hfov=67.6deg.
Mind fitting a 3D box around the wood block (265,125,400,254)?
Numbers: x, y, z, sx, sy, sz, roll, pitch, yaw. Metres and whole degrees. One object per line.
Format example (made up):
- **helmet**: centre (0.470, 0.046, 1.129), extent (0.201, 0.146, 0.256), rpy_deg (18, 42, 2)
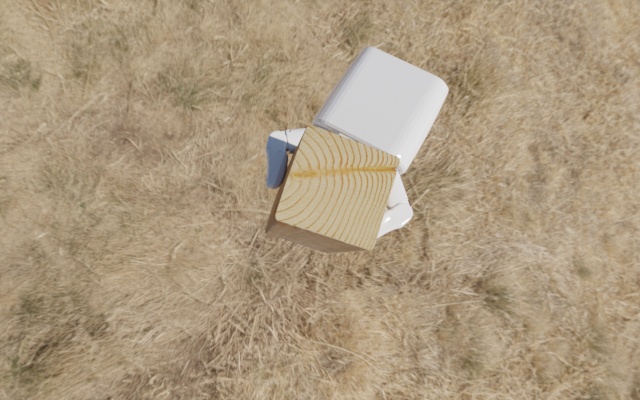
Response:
- **wood block**: centre (0.000, 0.001, 0.509), extent (0.091, 0.090, 0.206), rpy_deg (19, -10, -6)
